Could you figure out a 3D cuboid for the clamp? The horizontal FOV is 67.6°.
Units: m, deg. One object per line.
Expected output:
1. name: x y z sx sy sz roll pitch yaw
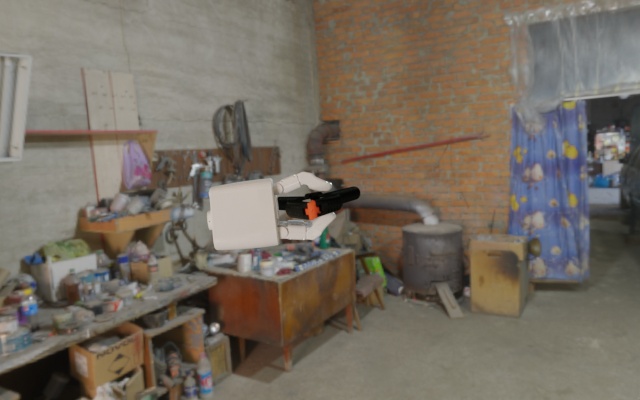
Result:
1. clamp: 0.000 0.002 0.815 0.164 0.036 0.210 -10 6 -4
